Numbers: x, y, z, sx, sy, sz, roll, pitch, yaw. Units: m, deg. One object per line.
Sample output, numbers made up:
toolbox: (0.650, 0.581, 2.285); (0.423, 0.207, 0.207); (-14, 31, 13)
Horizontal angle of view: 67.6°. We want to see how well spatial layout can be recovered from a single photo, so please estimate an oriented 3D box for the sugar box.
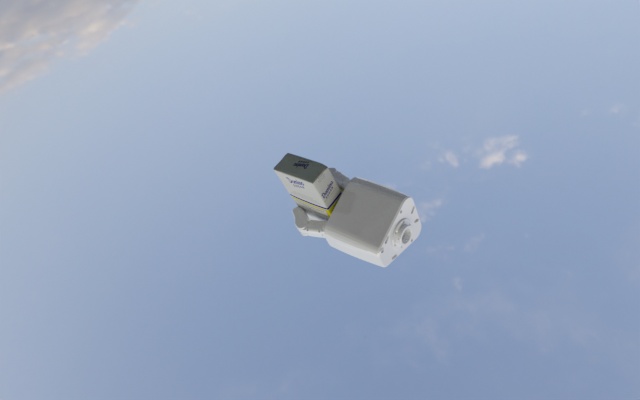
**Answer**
sugar box: (0.001, 0.002, 0.794); (0.093, 0.048, 0.176); (22, -29, 39)
